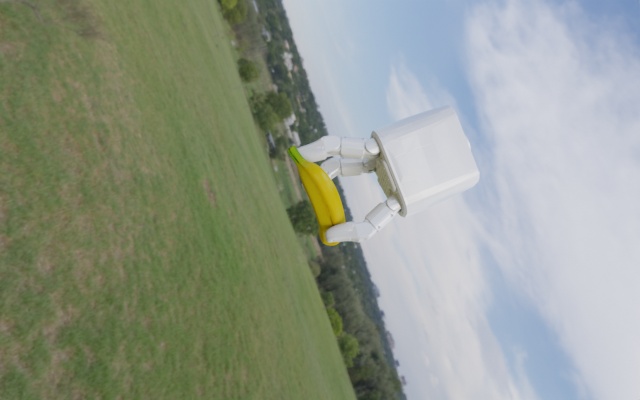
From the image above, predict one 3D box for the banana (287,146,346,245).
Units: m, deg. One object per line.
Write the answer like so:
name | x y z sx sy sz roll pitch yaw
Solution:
banana | 0.007 0.012 0.623 0.037 0.069 0.198 -26 -40 -7
